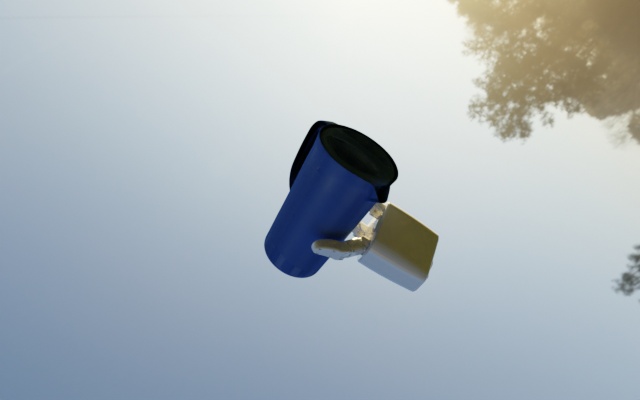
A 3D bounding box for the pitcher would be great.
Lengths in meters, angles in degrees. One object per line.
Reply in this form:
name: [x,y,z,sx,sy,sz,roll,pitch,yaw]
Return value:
pitcher: [0.000,0.003,0.760,0.145,0.243,0.149,30,33,-6]
